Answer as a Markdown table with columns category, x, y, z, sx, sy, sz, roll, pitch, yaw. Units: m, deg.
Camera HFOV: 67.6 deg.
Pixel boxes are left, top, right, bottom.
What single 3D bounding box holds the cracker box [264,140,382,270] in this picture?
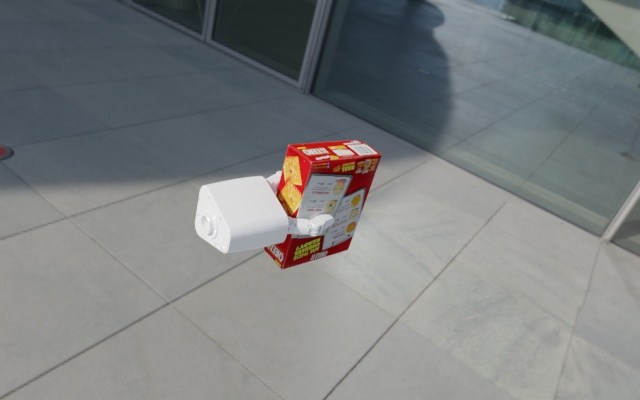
| category | x | y | z | sx | sy | sz | roll | pitch | yaw |
| --- | --- | --- | --- | --- | --- | --- | --- | --- | --- |
| cracker box | 0.000 | 0.003 | 0.843 | 0.164 | 0.214 | 0.072 | -11 | 39 | -40 |
